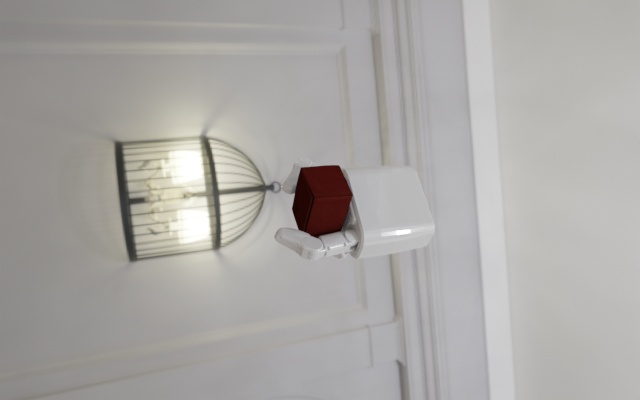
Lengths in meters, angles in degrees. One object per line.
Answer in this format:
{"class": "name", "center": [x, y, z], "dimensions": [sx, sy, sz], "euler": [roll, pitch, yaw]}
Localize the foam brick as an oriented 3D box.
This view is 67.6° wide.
{"class": "foam brick", "center": [0.000, 0.002, 0.584], "dimensions": [0.051, 0.053, 0.078], "euler": [-5, -40, -19]}
